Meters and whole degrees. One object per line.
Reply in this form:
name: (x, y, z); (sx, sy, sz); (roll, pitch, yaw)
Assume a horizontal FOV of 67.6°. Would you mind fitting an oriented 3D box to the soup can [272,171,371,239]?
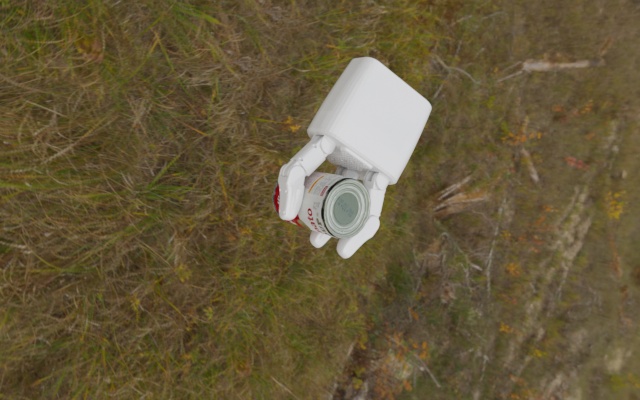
soup can: (0.000, 0.002, 0.545); (0.068, 0.068, 0.102); (0, 9, -37)
